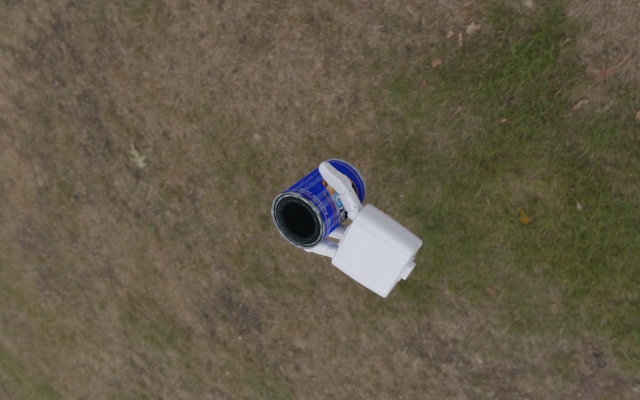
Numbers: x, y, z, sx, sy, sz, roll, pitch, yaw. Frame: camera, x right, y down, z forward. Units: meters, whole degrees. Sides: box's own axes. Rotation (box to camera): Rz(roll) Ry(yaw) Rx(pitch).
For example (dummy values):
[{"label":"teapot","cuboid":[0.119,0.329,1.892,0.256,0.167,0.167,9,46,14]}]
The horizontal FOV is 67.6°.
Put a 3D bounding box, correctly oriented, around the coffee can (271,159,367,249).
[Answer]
[{"label":"coffee can","cuboid":[0.000,0.002,0.804,0.103,0.103,0.140,0,26,37]}]
